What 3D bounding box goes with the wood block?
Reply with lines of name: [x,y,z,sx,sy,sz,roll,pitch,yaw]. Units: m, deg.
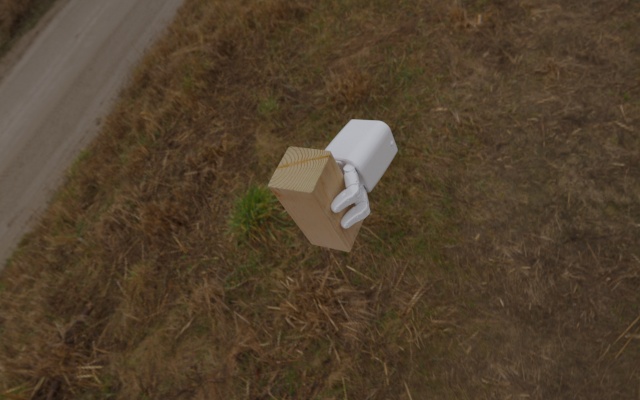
wood block: [0.000,0.002,0.881,0.091,0.090,0.206,10,-29,30]
